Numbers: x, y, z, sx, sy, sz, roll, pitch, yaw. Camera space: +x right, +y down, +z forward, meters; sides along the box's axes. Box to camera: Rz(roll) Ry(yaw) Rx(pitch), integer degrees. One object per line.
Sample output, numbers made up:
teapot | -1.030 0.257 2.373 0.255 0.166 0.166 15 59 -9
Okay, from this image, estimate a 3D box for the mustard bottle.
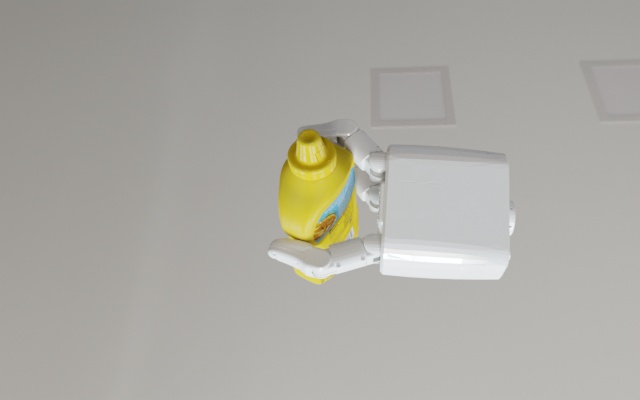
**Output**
mustard bottle | 0.000 0.002 0.458 0.058 0.096 0.192 25 -27 20
